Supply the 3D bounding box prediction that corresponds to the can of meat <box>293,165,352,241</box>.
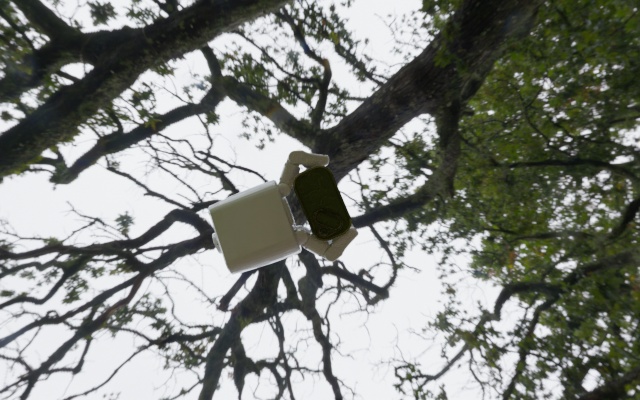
[{"bbox_3d":[0.000,0.002,0.692,0.057,0.102,0.084,-24,4,-2],"label":"can of meat"}]
